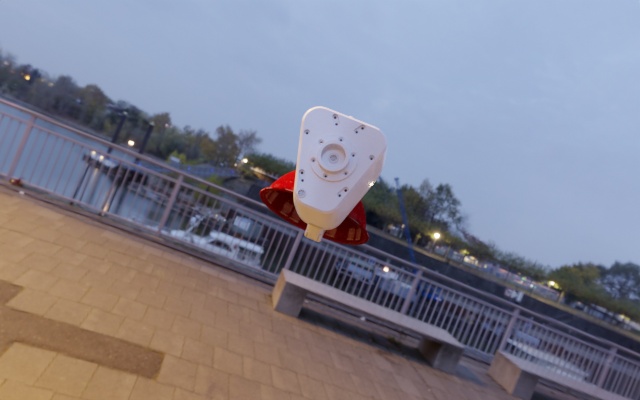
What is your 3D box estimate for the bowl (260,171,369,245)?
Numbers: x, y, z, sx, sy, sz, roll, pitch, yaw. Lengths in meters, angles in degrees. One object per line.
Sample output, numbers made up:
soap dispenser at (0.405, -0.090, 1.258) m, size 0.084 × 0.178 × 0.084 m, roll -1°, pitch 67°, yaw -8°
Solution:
bowl at (0.000, 0.002, 0.663) m, size 0.162 × 0.055 × 0.162 m, roll 21°, pitch -19°, yaw 8°
